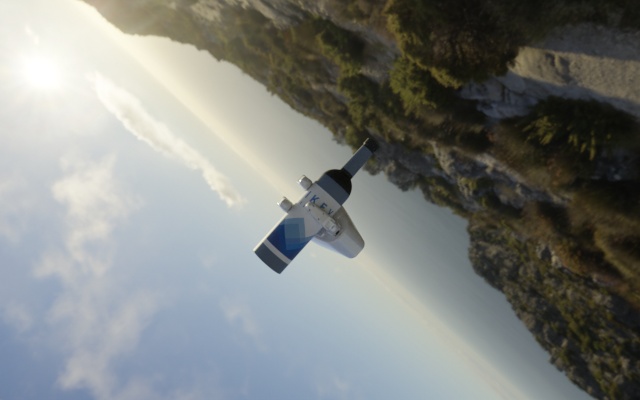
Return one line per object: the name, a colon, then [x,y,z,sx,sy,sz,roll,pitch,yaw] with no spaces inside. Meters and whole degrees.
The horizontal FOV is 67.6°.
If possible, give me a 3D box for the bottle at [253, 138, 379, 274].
bottle: [0.000,0.003,0.875,0.069,0.295,0.069,42,-2,2]
